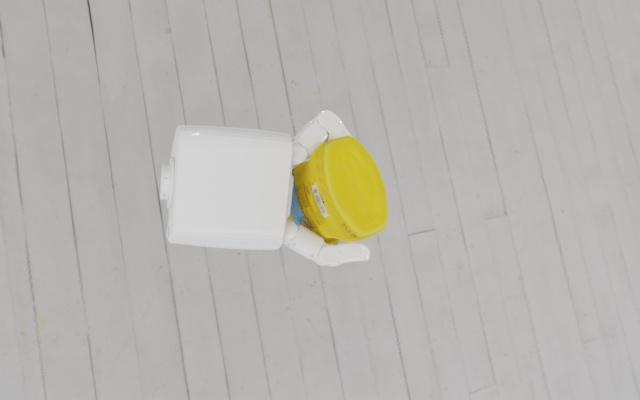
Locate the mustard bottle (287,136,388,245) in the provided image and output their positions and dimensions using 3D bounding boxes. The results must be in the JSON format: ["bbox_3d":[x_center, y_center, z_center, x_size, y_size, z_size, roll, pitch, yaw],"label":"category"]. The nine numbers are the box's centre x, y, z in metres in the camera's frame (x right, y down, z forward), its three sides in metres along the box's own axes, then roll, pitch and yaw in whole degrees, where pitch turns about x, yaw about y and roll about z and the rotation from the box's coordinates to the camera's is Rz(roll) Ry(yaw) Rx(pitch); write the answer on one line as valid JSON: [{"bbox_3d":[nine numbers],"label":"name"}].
[{"bbox_3d":[0.000,0.002,0.517,0.058,0.096,0.191,-22,-1,-23],"label":"mustard bottle"}]
